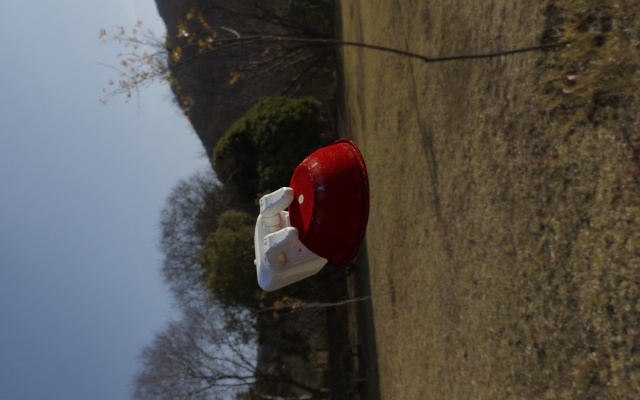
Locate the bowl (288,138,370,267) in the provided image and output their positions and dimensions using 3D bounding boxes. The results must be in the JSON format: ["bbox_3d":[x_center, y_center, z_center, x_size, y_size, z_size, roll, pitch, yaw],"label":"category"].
[{"bbox_3d":[0.000,0.001,0.592,0.055,0.162,0.162,3,-1,-23],"label":"bowl"}]
